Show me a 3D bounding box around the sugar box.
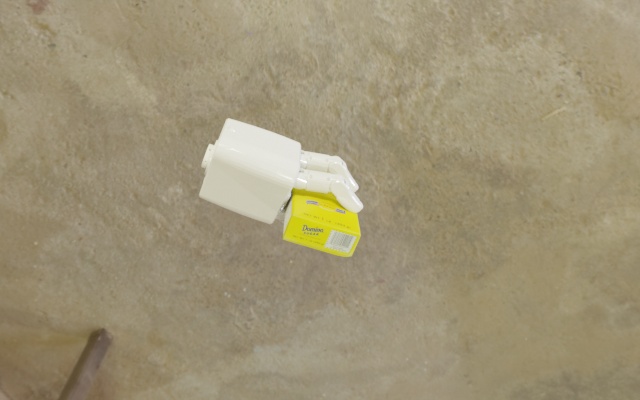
[{"bbox_3d":[0.000,0.002,0.665,0.093,0.048,0.176,17,30,-12],"label":"sugar box"}]
